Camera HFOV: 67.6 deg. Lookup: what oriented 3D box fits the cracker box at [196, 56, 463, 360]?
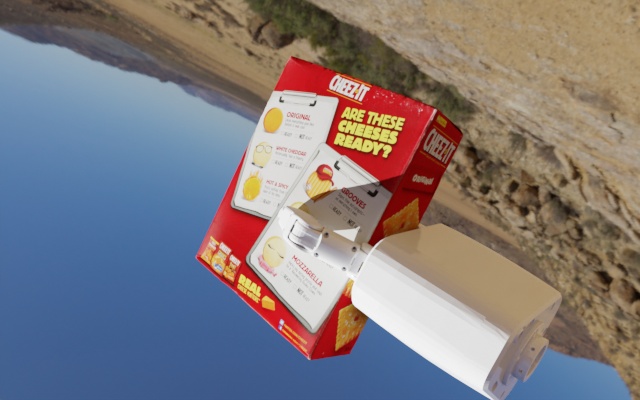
[{"bbox_3d":[0.000,0.002,0.424,0.164,0.214,0.072,31,7,36],"label":"cracker box"}]
